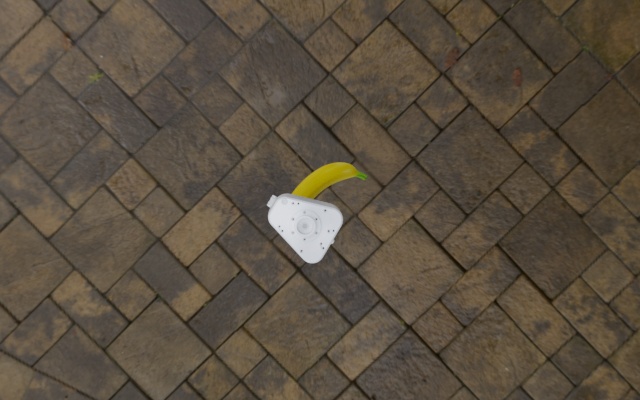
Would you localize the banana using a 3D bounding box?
[{"bbox_3d":[-0.008,-0.014,0.886,0.198,0.069,0.037,-35,4,-4],"label":"banana"}]
